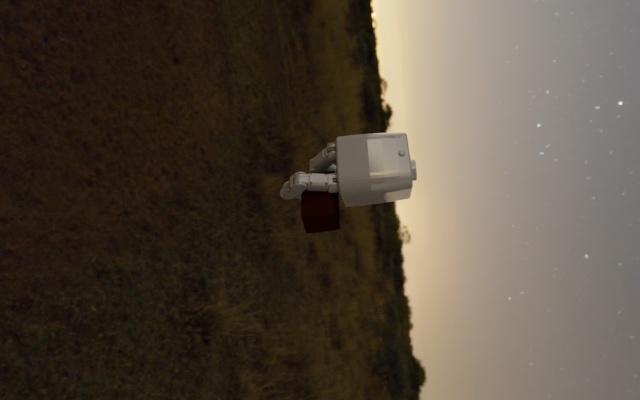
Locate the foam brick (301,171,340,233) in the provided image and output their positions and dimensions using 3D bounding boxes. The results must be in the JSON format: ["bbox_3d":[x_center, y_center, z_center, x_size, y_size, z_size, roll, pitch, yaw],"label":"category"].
[{"bbox_3d":[0.000,0.003,0.719,0.051,0.078,0.053,-4,-28,7],"label":"foam brick"}]
